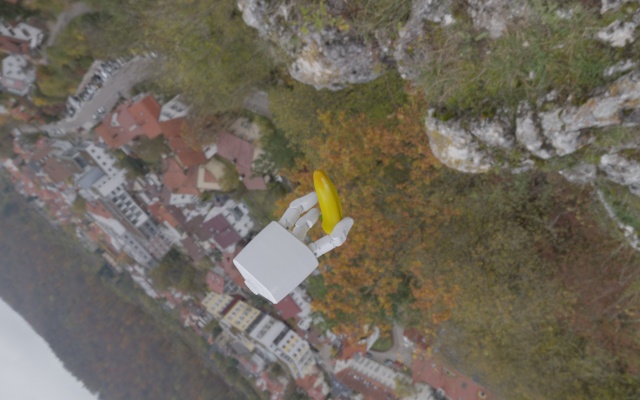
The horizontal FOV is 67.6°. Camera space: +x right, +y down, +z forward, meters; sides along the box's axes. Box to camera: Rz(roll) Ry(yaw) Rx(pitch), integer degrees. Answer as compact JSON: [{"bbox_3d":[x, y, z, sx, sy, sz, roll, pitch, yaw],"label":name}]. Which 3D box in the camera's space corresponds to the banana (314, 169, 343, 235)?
[{"bbox_3d":[0.013,0.017,0.886,0.037,0.069,0.198,-39,-22,-18],"label":"banana"}]
